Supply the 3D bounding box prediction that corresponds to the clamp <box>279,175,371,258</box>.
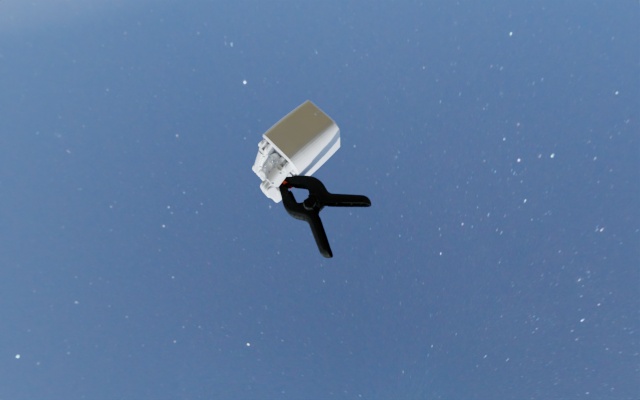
[{"bbox_3d":[0.000,0.003,0.814,0.171,0.120,0.039,45,-6,25],"label":"clamp"}]
